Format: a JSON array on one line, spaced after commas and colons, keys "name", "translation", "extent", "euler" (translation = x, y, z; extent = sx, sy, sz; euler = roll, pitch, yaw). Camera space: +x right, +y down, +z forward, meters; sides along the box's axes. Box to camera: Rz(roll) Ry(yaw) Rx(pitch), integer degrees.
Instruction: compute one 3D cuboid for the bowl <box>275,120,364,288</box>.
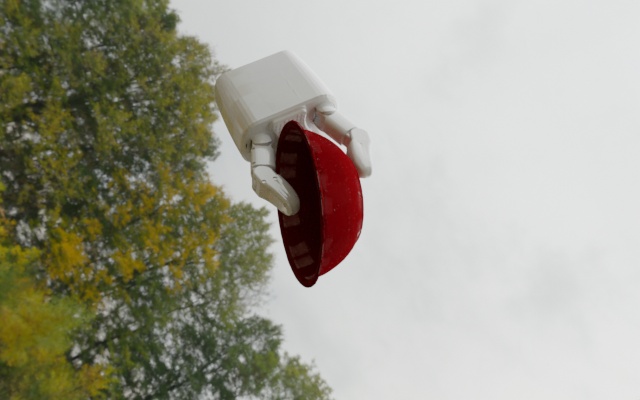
[{"name": "bowl", "translation": [0.001, 0.003, 0.471], "extent": [0.055, 0.162, 0.162], "euler": [-6, 2, -18]}]
